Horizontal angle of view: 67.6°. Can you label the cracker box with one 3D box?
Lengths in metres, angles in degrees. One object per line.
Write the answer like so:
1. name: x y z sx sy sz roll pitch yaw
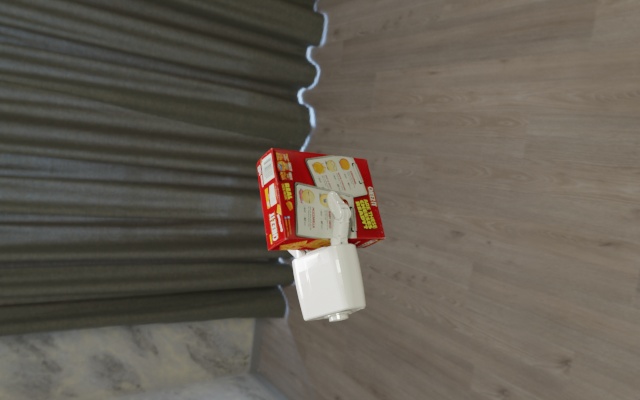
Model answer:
1. cracker box: 0.000 0.003 0.857 0.214 0.164 0.072 3 -23 -36
